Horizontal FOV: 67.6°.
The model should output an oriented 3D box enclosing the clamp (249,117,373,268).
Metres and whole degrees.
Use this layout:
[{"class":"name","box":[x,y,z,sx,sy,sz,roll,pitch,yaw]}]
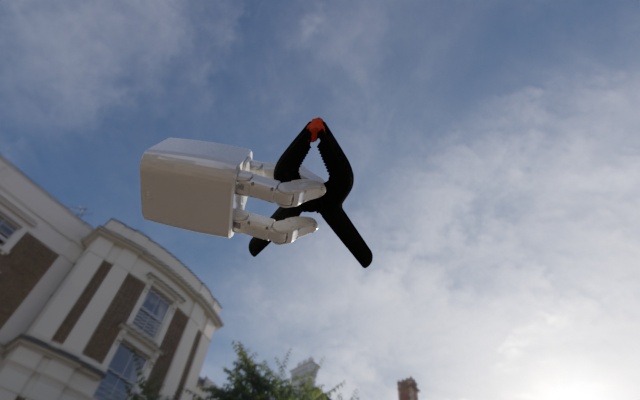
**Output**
[{"class":"clamp","box":[0.000,0.001,0.586,0.164,0.210,0.036,10,35,-2]}]
